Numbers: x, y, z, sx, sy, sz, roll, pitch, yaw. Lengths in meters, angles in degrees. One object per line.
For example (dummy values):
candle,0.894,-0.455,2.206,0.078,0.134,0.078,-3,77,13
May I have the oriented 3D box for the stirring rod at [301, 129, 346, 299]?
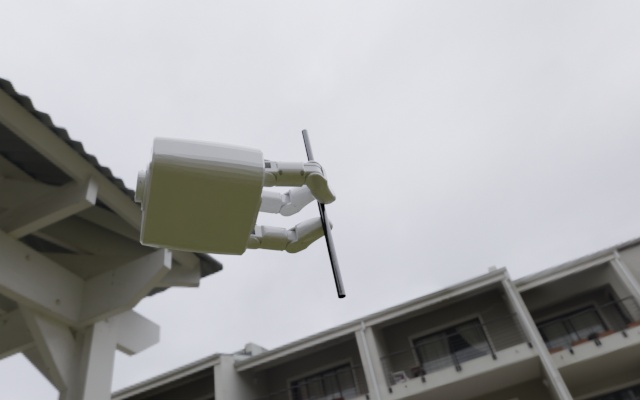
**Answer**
stirring rod,0.000,0.002,0.531,0.011,0.239,0.011,-7,-40,-6
